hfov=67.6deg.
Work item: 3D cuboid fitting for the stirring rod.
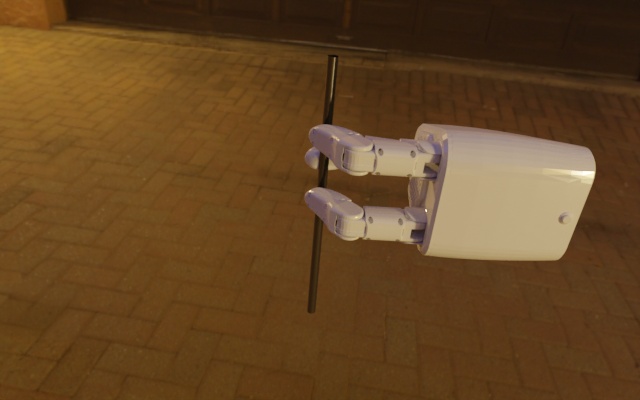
[{"bbox_3d":[0.000,0.001,0.400,0.011,0.240,0.011,4,29,-2],"label":"stirring rod"}]
